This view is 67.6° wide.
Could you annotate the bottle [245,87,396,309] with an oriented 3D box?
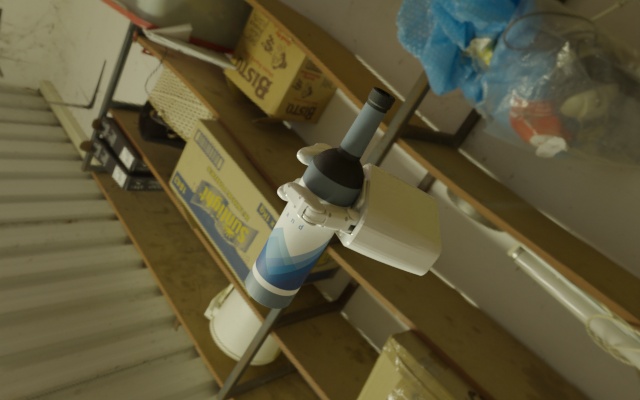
[{"bbox_3d":[0.000,0.002,0.567,0.069,0.296,0.069,25,24,-12],"label":"bottle"}]
